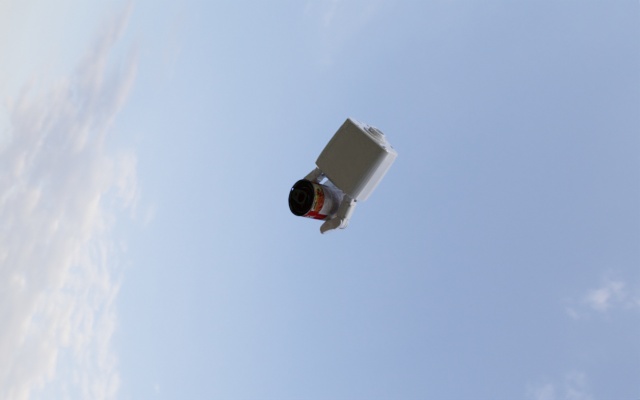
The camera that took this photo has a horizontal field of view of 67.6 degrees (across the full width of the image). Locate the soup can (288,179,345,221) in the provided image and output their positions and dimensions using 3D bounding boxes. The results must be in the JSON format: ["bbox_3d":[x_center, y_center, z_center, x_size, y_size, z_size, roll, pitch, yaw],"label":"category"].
[{"bbox_3d":[0.000,0.003,0.878,0.068,0.068,0.102,0,-9,44],"label":"soup can"}]
